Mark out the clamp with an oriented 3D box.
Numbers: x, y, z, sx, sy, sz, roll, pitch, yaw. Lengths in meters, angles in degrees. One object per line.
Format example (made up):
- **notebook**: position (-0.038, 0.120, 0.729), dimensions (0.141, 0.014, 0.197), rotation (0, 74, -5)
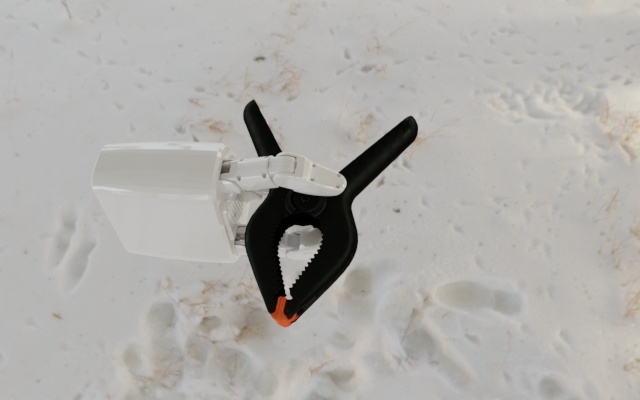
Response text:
- **clamp**: position (0.000, 0.001, 0.407), dimensions (0.164, 0.210, 0.036), rotation (1, -26, 9)
